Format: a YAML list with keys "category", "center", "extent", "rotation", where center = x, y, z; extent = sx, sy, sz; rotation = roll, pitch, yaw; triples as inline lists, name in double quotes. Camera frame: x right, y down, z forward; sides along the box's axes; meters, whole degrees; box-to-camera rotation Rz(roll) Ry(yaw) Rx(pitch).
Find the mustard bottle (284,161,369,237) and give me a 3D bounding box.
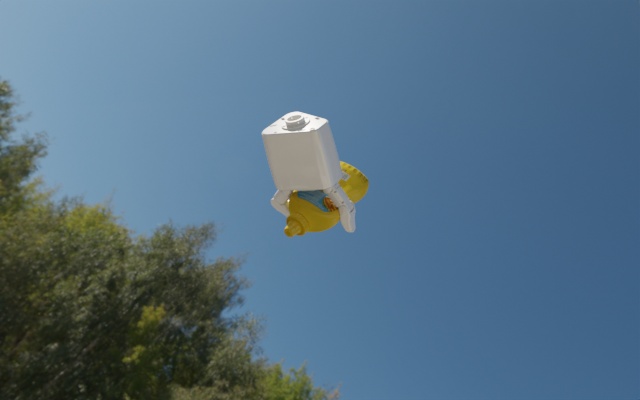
- category: "mustard bottle"
  center: [0.000, 0.003, 0.850]
  extent: [0.096, 0.058, 0.191]
  rotation: [30, 48, 19]
